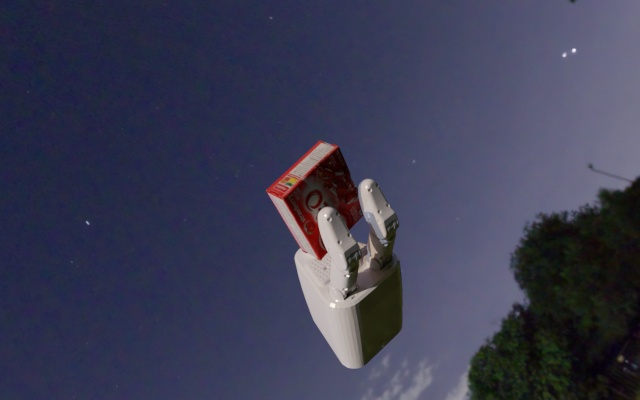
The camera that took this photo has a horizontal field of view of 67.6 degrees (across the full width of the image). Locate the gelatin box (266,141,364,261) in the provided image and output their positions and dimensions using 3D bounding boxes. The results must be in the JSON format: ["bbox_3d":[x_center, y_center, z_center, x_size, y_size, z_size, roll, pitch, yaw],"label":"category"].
[{"bbox_3d":[0.000,0.001,0.449,0.073,0.089,0.030,-44,40,-21],"label":"gelatin box"}]
